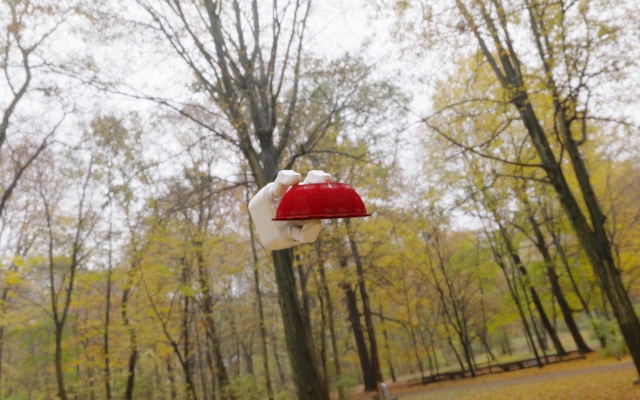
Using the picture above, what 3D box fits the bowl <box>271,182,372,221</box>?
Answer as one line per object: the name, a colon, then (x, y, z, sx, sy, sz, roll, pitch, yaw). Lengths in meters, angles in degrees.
bowl: (0.001, 0.002, 0.769, 0.162, 0.055, 0.162, -2, -3, 0)
